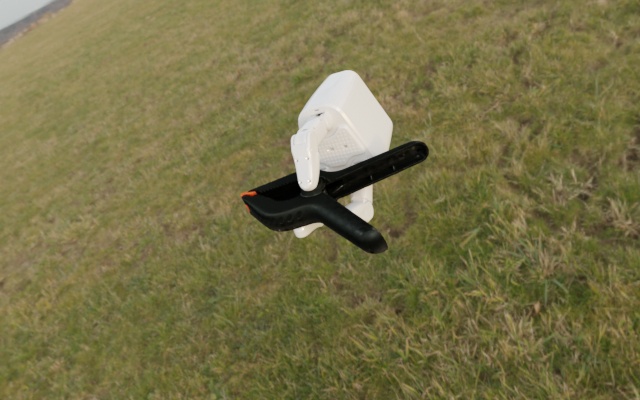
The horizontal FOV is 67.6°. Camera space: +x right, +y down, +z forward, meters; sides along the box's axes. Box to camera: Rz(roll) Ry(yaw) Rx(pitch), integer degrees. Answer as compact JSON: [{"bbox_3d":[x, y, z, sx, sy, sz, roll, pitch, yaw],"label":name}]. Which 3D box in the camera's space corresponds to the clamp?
[{"bbox_3d":[-0.001,0.001,0.498,0.210,0.036,0.164,-8,32,26],"label":"clamp"}]
